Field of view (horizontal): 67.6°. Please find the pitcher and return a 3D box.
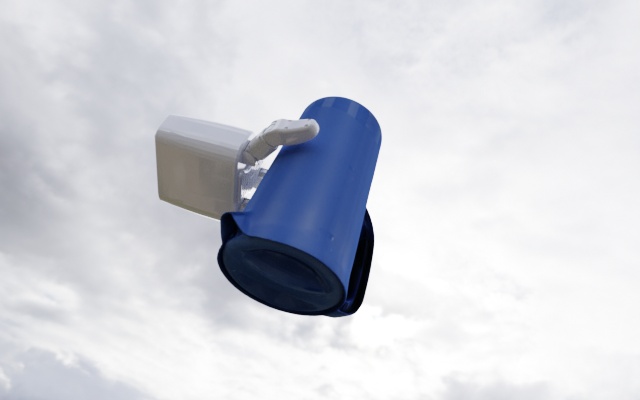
[{"bbox_3d":[0.000,0.002,0.540,0.145,0.242,0.149,13,-39,11],"label":"pitcher"}]
